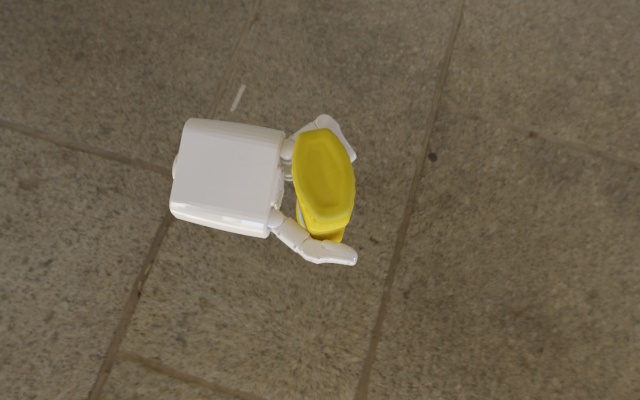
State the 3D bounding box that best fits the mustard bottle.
[{"bbox_3d":[0.000,0.002,0.533,0.058,0.096,0.192,-13,-16,-6],"label":"mustard bottle"}]
